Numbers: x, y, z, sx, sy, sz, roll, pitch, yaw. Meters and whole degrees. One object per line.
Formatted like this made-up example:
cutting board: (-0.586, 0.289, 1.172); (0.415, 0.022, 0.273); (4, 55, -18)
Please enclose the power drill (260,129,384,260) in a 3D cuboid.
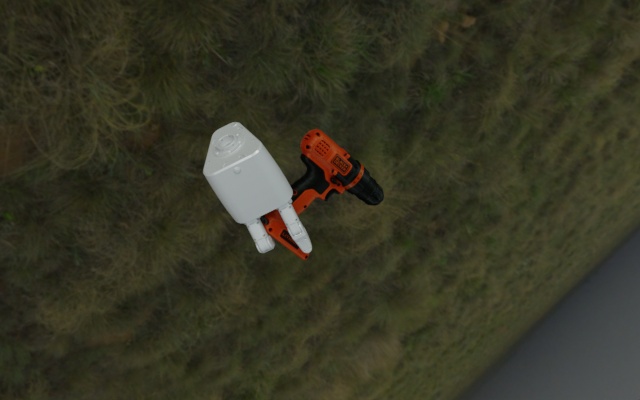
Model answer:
power drill: (0.000, 0.003, 0.797); (0.184, 0.187, 0.057); (39, -4, -26)
